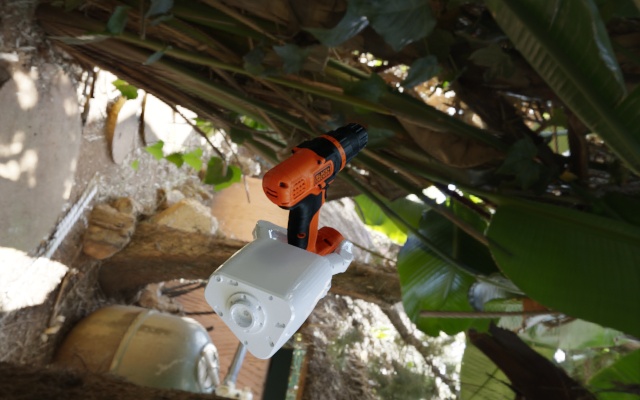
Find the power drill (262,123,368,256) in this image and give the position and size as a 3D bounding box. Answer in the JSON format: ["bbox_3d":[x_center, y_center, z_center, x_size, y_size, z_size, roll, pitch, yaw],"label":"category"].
[{"bbox_3d":[0.000,0.003,0.643,0.057,0.188,0.184,25,43,33],"label":"power drill"}]
